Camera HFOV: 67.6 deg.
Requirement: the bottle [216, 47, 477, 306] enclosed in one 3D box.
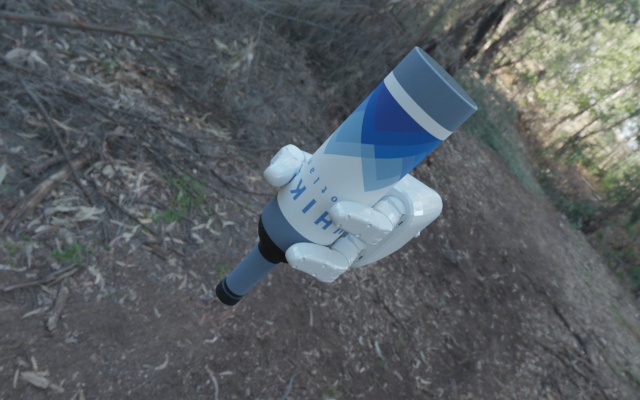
[{"bbox_3d":[0.000,0.001,0.420,0.296,0.069,0.069,-45,-23,25],"label":"bottle"}]
